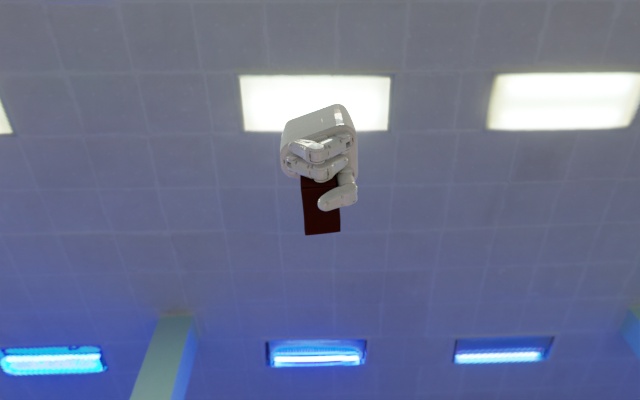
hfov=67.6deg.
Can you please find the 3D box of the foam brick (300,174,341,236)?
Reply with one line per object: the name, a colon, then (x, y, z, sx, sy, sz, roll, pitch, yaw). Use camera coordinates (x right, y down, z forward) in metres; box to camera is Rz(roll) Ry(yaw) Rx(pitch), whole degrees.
foam brick: (0.000, 0.003, 0.678, 0.053, 0.078, 0.051, -4, 31, -1)
